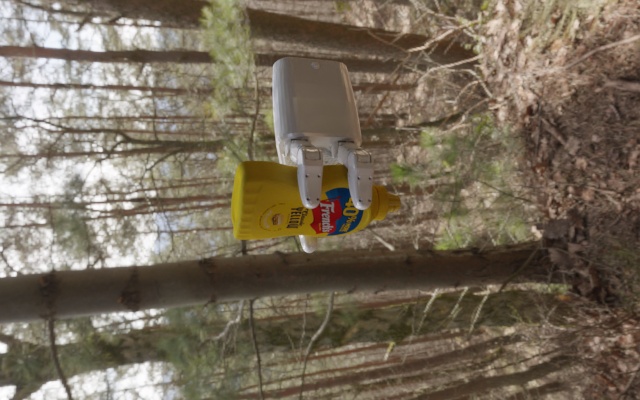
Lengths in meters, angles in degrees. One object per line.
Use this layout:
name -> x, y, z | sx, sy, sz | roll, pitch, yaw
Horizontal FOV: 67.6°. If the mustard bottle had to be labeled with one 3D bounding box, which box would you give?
mustard bottle -> 0.000, 0.002, 0.537 | 0.191, 0.096, 0.058 | 0, 44, -18
